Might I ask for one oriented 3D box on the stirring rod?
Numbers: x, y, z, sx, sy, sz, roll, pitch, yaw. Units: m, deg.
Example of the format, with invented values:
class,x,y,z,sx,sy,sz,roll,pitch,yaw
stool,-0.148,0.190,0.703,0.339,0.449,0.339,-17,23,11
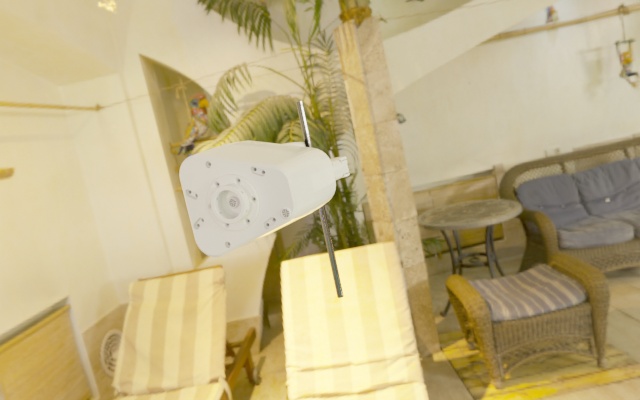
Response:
class,x,y,z,sx,sy,sz,roll,pitch,yaw
stirring rod,0.000,0.002,0.570,0.011,0.239,0.011,-12,8,2
